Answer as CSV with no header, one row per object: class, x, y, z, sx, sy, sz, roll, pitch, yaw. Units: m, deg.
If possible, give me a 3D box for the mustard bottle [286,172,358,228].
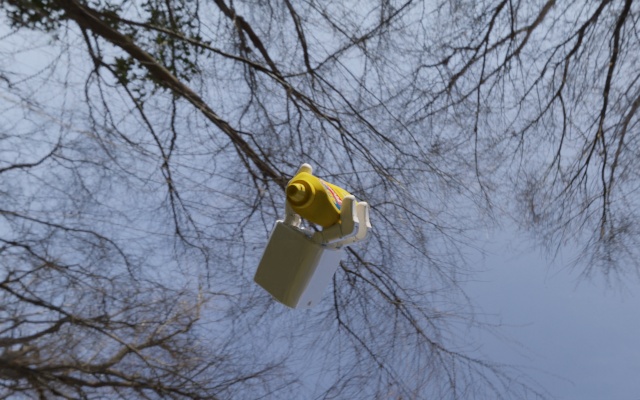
mustard bottle,0.000,0.002,0.737,0.058,0.096,0.192,-43,-24,13
